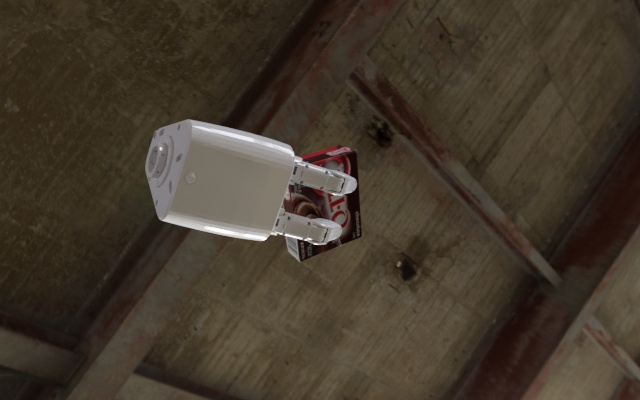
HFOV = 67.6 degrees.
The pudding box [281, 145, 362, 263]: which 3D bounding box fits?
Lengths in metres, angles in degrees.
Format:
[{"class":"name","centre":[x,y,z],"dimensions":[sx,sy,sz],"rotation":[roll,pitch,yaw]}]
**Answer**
[{"class":"pudding box","centre":[0.000,0.002,0.544],"dimensions":[0.090,0.113,0.039],"rotation":[-19,29,-28]}]
